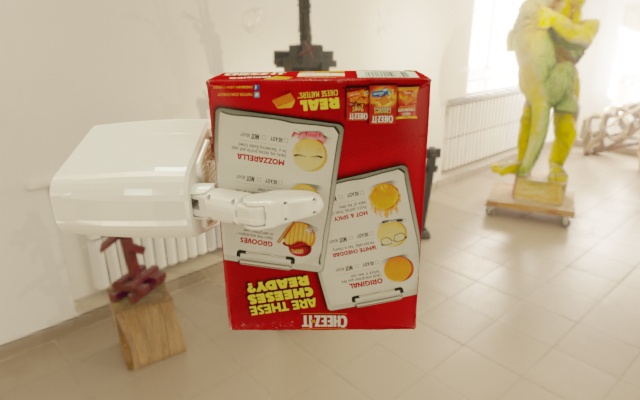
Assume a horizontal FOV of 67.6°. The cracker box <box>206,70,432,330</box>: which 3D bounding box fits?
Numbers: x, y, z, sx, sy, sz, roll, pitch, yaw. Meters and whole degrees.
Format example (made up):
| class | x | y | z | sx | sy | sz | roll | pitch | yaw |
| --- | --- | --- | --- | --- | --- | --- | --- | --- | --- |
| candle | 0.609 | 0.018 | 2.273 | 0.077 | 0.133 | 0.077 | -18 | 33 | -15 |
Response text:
| class | x | y | z | sx | sy | sz | roll | pitch | yaw |
| --- | --- | --- | --- | --- | --- | --- | --- | --- | --- |
| cracker box | 0.000 | 0.001 | 0.404 | 0.164 | 0.214 | 0.072 | 0 | 21 | 2 |
